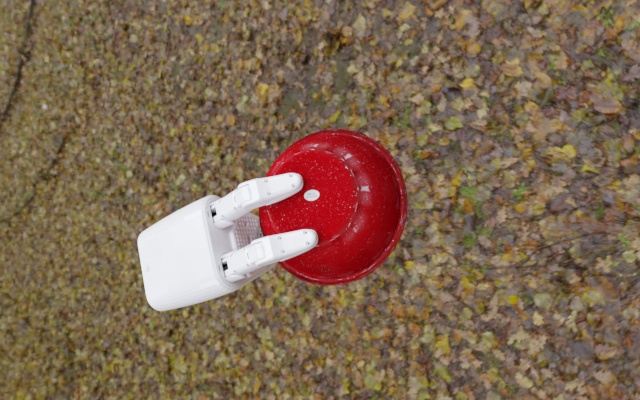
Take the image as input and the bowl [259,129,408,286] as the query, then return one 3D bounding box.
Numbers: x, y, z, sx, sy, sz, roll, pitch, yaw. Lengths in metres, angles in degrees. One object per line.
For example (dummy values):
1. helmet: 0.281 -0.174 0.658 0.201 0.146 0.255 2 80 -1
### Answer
1. bowl: 0.001 0.001 0.464 0.162 0.162 0.055 0 -9 20
